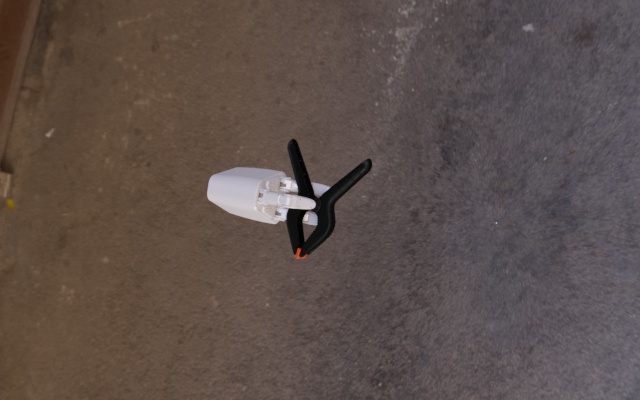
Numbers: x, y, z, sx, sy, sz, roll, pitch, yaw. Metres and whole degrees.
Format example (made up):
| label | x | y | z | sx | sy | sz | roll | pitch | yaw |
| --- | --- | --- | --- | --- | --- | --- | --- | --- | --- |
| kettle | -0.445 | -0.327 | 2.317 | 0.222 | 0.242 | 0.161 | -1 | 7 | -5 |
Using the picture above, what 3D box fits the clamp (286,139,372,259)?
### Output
| label | x | y | z | sx | sy | sz | roll | pitch | yaw |
| --- | --- | --- | --- | --- | --- | --- | --- | --- | --- |
| clamp | -0.001 | 0.003 | 0.840 | 0.164 | 0.210 | 0.036 | 10 | 1 | 26 |
